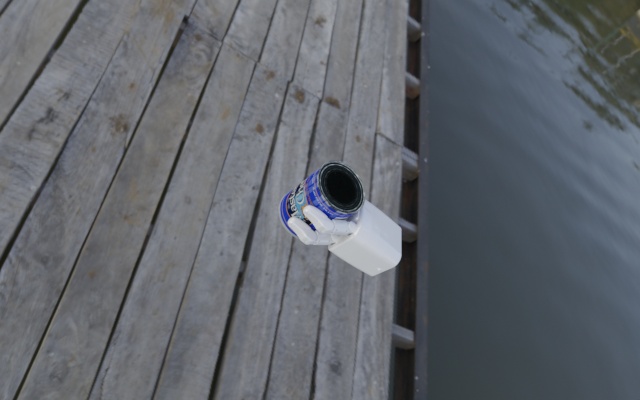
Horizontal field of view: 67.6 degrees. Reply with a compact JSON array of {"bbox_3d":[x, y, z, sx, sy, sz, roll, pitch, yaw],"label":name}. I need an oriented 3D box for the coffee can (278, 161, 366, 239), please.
[{"bbox_3d":[0.000,0.003,0.882,0.103,0.102,0.140,0,-23,-36],"label":"coffee can"}]
